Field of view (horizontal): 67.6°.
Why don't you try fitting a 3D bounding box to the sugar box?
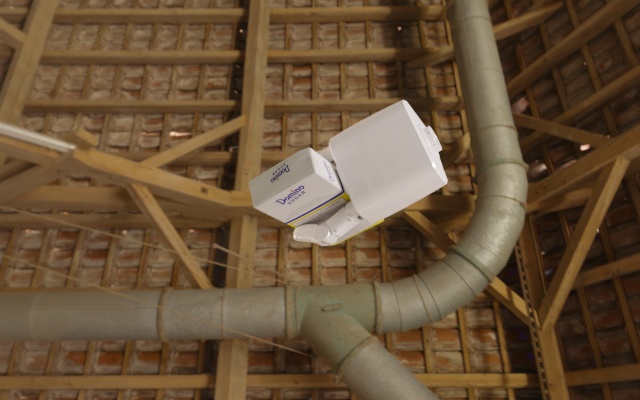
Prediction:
[{"bbox_3d":[0.000,0.002,0.617,0.093,0.048,0.176,-28,-36,21],"label":"sugar box"}]
